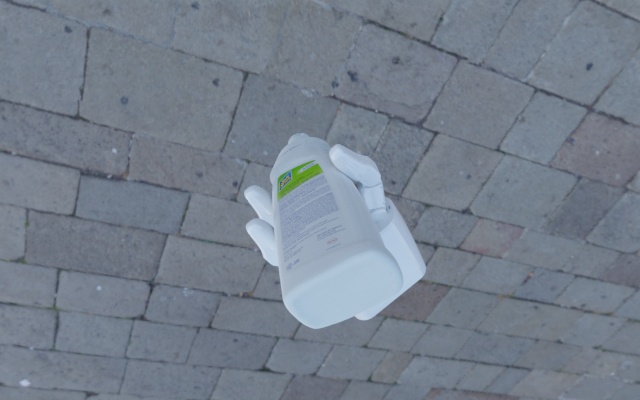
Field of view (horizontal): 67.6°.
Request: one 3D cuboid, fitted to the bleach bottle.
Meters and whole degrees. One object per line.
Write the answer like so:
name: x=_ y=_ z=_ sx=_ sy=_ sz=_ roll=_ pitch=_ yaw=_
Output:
bleach bottle: x=0.000 y=0.002 z=0.487 sx=0.102 sy=0.068 sz=0.250 roll=-28 pitch=37 yaw=12
